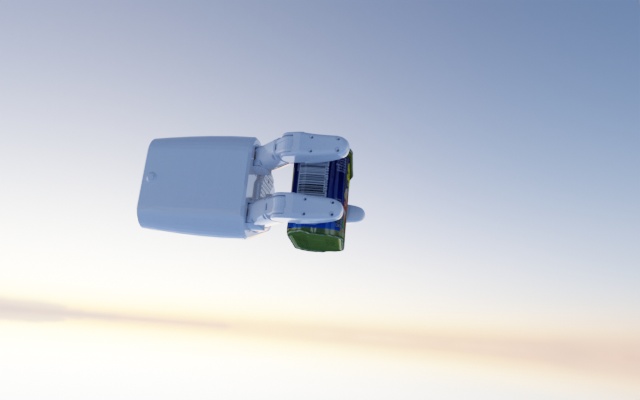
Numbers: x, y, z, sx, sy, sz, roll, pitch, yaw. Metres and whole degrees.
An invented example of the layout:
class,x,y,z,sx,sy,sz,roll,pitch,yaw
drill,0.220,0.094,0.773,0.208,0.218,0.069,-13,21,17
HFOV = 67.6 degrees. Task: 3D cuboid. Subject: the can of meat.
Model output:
class,x,y,z,sx,sy,sz,roll,pitch,yaw
can of meat,0.000,0.002,0.461,0.057,0.084,0.102,4,-15,5
